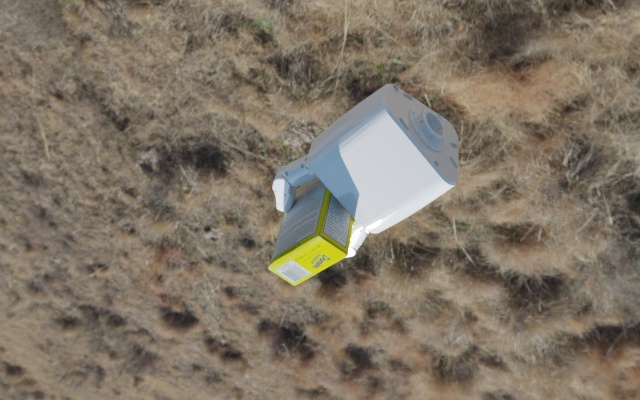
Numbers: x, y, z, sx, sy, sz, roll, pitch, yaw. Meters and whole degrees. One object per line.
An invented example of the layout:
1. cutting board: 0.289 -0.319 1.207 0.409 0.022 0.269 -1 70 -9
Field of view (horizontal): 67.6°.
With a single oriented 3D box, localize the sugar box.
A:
1. sugar box: 0.001 0.002 0.548 0.048 0.176 0.093 37 -47 -21
